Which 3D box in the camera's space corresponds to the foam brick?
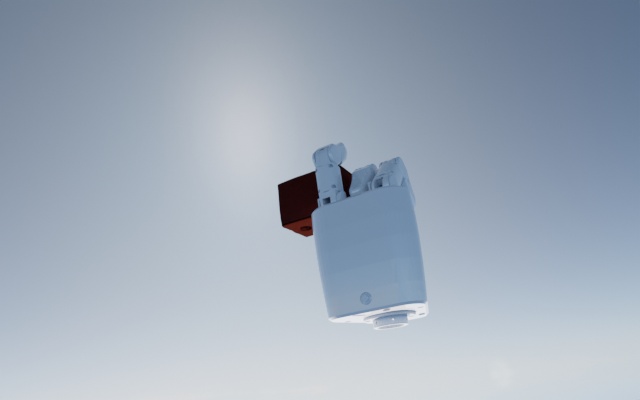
[{"bbox_3d":[0.000,0.002,0.517,0.078,0.051,0.053,-18,-24,25],"label":"foam brick"}]
